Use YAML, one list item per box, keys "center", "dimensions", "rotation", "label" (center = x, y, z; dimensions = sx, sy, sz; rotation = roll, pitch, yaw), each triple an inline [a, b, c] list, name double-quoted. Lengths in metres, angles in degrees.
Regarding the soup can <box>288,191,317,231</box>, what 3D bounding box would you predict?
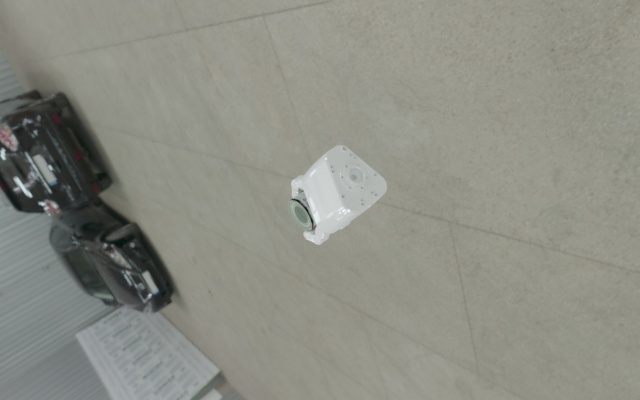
- center: [0.000, 0.003, 0.878]
  dimensions: [0.102, 0.068, 0.068]
  rotation: [-33, 17, -28]
  label: "soup can"
